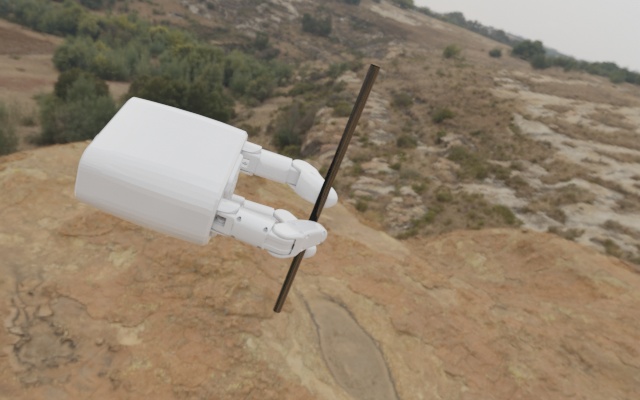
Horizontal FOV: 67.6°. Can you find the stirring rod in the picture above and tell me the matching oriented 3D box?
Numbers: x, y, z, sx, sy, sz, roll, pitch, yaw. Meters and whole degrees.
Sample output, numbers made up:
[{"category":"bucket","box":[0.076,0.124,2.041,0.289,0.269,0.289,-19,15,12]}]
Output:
[{"category":"stirring rod","box":[0.000,0.001,0.407,0.011,0.240,0.011,18,23,-8]}]
